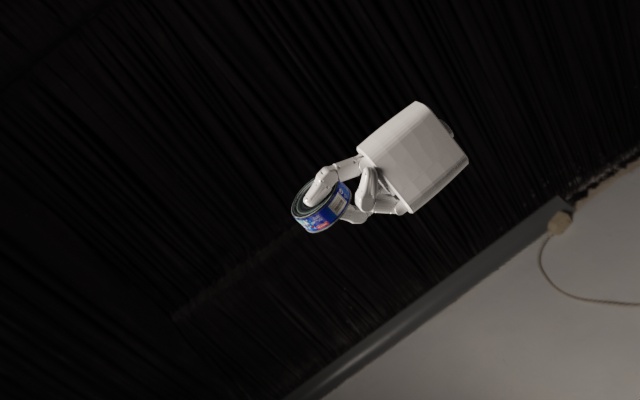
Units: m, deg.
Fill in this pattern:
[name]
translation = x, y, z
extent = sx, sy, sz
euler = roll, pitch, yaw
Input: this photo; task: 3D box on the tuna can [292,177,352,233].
[tuna can]
translation = 0.000, 0.002, 0.681
extent = 0.034, 0.086, 0.086
euler = 45, -26, -29
